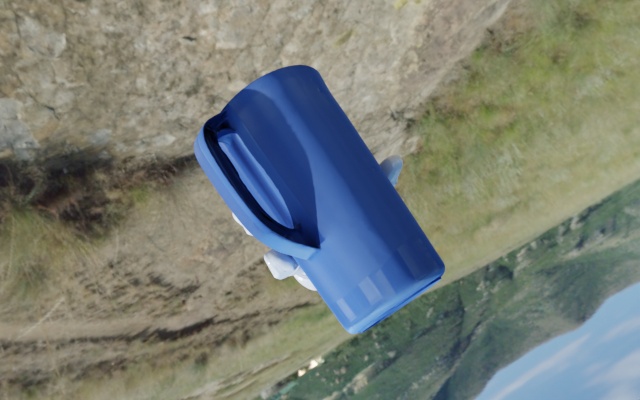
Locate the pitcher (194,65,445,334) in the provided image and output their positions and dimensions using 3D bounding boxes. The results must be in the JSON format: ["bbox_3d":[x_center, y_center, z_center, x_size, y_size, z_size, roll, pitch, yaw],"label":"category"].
[{"bbox_3d":[0.000,0.002,0.457,0.149,0.242,0.145,-33,-17,-6],"label":"pitcher"}]
